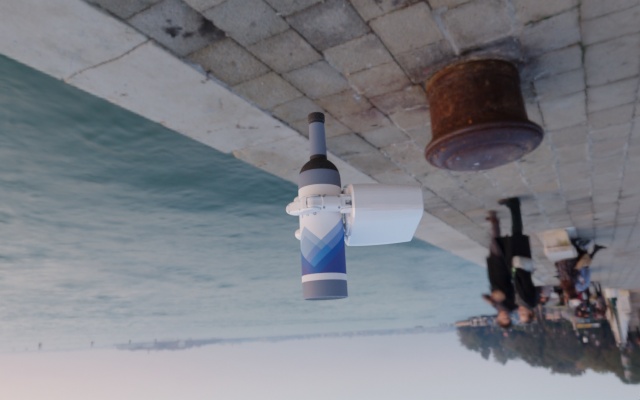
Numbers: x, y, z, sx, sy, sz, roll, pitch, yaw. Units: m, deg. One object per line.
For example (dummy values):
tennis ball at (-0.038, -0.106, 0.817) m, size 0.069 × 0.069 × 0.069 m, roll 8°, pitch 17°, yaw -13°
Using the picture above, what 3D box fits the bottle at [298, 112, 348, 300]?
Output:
bottle at (0.000, 0.003, 0.740) m, size 0.069 × 0.295 × 0.069 m, roll -3°, pitch -16°, yaw -1°
